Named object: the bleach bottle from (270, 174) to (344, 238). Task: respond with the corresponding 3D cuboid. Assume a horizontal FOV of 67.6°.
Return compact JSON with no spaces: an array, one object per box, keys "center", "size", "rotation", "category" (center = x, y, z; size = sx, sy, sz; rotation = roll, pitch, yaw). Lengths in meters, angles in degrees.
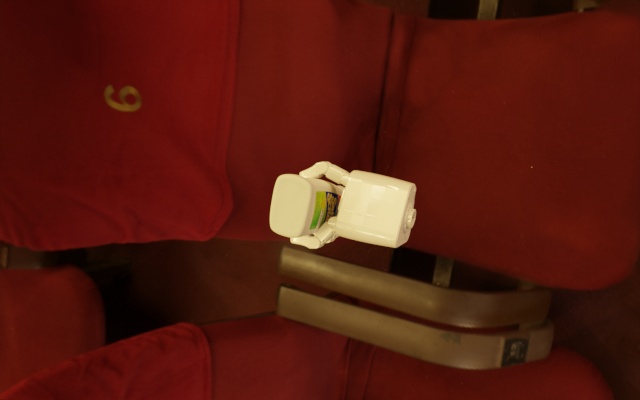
[{"center":[0.000,0.003,0.855],"size":[0.068,0.102,0.251],"rotation":[15,10,22],"category":"bleach bottle"}]
